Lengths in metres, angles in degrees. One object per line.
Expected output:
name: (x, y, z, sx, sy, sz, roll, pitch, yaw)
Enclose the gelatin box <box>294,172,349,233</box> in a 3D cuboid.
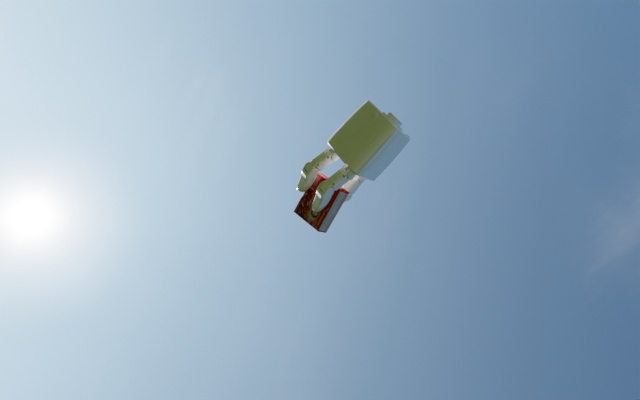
gelatin box: (0.000, 0.003, 0.875, 0.073, 0.089, 0.030, 37, 12, 38)
